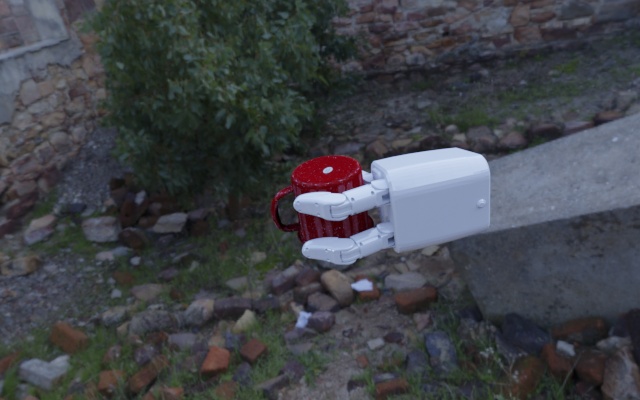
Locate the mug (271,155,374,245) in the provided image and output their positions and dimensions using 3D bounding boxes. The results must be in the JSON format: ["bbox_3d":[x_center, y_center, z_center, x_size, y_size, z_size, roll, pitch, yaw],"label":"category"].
[{"bbox_3d":[-0.001,0.002,0.554,0.117,0.081,0.093,-12,28,-4],"label":"mug"}]
